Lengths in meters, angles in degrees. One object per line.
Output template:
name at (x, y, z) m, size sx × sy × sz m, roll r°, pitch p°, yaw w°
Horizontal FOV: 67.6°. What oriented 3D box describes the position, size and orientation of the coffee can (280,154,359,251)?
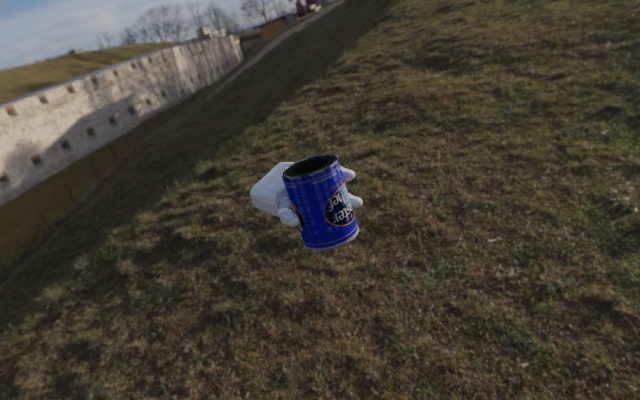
coffee can at (0.000, 0.003, 0.829) m, size 0.103 × 0.140 × 0.102 m, roll -15°, pitch 21°, yaw 6°
